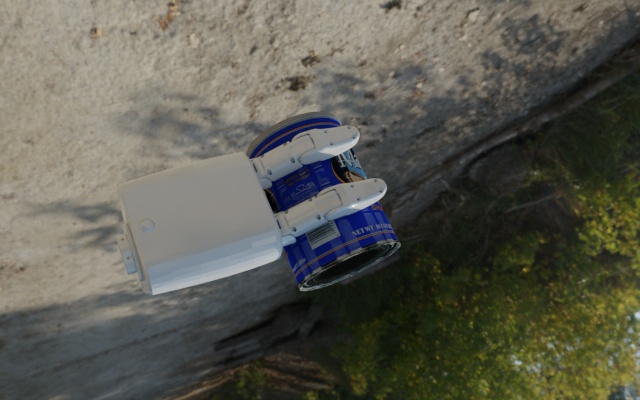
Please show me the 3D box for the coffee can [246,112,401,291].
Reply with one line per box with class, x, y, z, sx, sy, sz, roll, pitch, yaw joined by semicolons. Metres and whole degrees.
coffee can;0.000;0.001;0.461;0.103;0.140;0.103;-22;-18;-8
